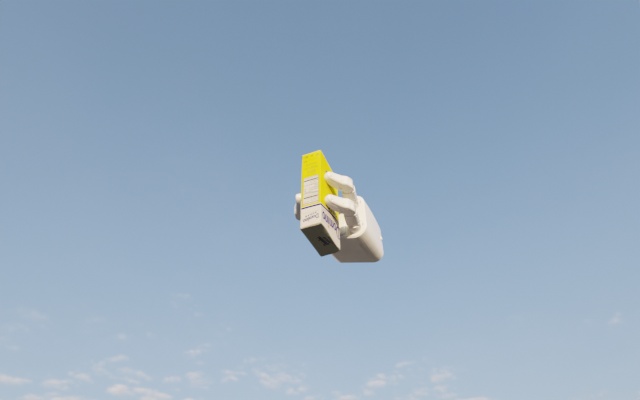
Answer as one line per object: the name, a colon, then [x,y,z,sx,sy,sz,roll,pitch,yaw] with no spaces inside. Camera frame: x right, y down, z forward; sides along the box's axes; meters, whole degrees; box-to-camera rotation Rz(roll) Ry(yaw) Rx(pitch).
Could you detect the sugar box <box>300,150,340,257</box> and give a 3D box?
sugar box: [0.001,0.003,0.868,0.048,0.176,0.093,-18,-43,15]
